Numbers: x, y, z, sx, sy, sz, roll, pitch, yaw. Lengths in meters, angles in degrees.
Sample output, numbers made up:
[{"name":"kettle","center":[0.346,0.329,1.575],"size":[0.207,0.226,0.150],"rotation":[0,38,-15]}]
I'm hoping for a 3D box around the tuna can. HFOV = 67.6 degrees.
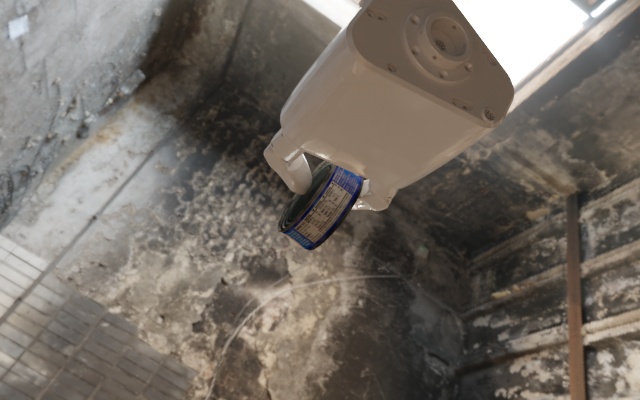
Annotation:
[{"name":"tuna can","center":[0.000,0.002,0.427],"size":[0.034,0.086,0.086],"rotation":[37,-9,-12]}]
